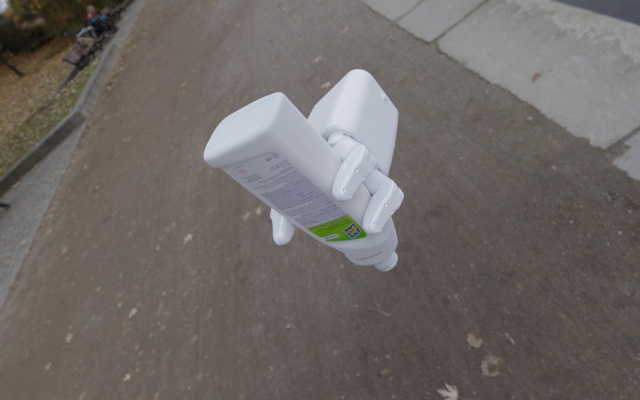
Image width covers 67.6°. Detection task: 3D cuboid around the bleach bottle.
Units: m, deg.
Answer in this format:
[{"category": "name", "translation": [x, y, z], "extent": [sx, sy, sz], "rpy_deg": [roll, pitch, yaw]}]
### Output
[{"category": "bleach bottle", "translation": [0.000, 0.002, 0.518], "extent": [0.102, 0.068, 0.251], "rpy_deg": [-17, -48, 37]}]
